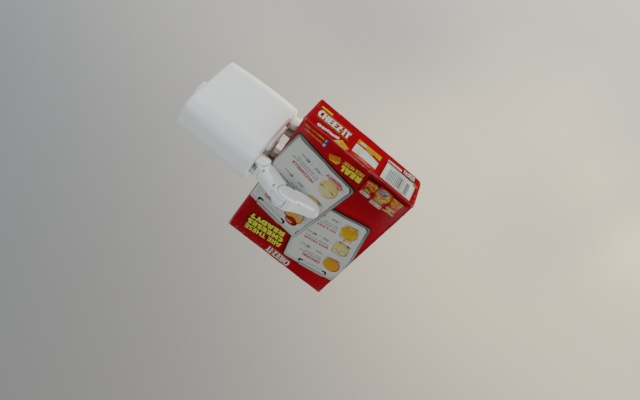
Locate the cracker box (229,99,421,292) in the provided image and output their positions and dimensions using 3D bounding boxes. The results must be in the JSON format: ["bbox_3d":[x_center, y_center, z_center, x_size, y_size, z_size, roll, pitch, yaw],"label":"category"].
[{"bbox_3d":[0.000,0.002,0.630,0.214,0.164,0.072,-49,5,39],"label":"cracker box"}]
